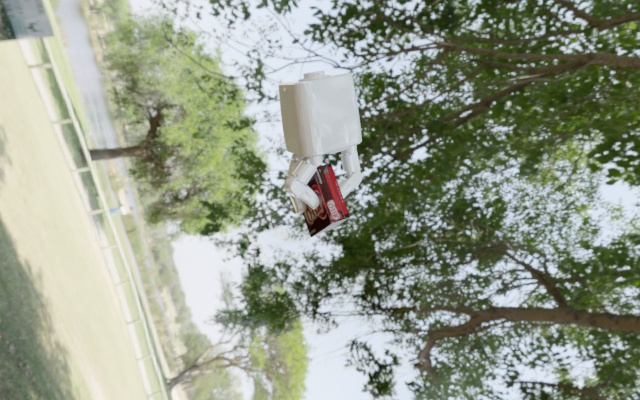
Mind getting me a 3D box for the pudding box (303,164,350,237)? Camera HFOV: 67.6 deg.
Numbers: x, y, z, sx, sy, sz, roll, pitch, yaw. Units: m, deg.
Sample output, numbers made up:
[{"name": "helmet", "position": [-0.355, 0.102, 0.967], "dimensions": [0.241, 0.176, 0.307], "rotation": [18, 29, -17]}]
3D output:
[{"name": "pudding box", "position": [0.000, 0.002, 0.758], "dimensions": [0.039, 0.090, 0.113], "rotation": [-15, -11, -19]}]
